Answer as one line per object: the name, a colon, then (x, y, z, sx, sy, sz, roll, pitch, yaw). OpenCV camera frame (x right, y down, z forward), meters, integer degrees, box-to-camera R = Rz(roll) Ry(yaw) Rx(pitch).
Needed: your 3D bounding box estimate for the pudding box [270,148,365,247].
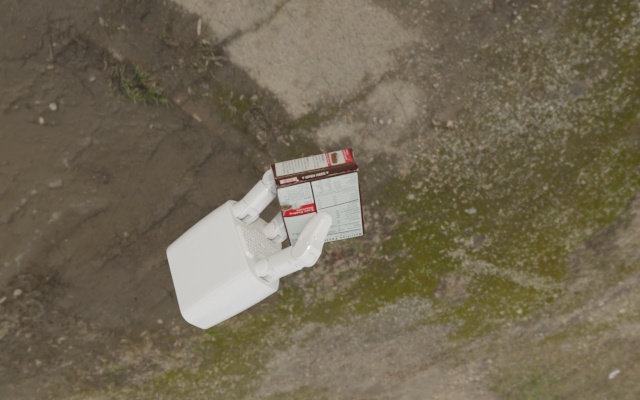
pudding box: (0.000, 0.002, 0.526, 0.090, 0.039, 0.114, -12, -41, -2)
